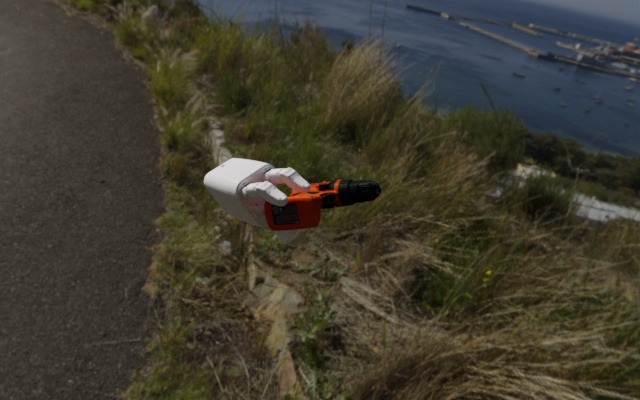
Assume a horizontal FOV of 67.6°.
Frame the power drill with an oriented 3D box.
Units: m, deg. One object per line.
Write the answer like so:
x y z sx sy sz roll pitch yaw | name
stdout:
0.000 0.003 0.864 0.184 0.057 0.187 -7 8 26 | power drill
